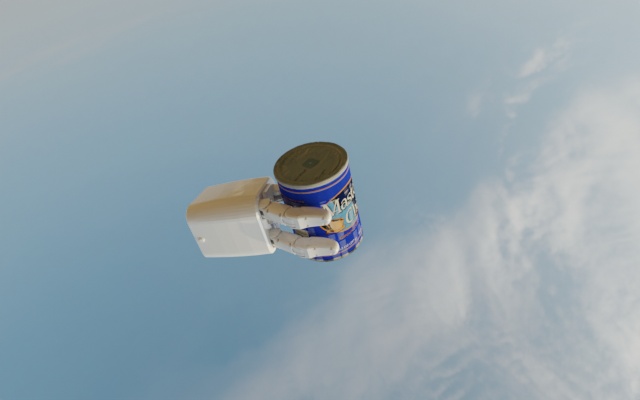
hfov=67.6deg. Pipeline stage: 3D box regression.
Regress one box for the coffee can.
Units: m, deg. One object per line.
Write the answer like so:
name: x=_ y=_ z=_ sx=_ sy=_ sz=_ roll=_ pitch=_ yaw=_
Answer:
coffee can: x=0.000 y=0.002 z=0.680 sx=0.103 sy=0.140 sz=0.102 roll=-9 pitch=38 yaw=7
